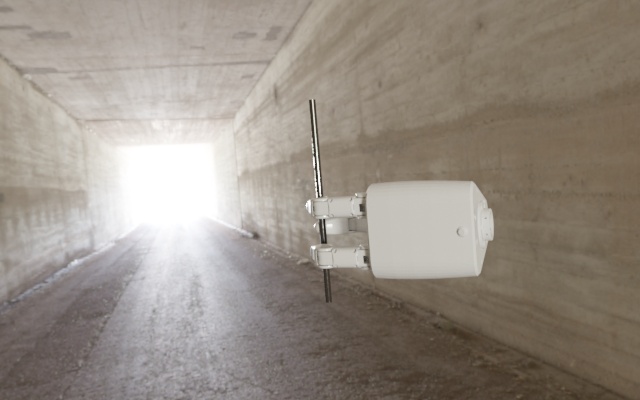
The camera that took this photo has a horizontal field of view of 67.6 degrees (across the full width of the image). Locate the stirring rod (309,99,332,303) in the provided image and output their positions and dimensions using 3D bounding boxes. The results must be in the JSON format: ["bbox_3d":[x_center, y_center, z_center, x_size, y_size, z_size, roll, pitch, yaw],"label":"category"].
[{"bbox_3d":[0.000,0.002,0.566,0.011,0.239,0.011,-5,3,0],"label":"stirring rod"}]
